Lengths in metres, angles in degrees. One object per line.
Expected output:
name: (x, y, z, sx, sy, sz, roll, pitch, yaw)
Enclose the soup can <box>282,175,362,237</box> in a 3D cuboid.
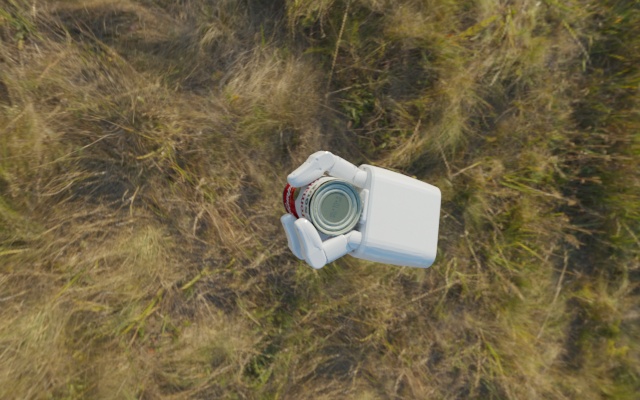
soup can: (0.000, 0.002, 0.586, 0.068, 0.068, 0.102, 0, 8, -21)
